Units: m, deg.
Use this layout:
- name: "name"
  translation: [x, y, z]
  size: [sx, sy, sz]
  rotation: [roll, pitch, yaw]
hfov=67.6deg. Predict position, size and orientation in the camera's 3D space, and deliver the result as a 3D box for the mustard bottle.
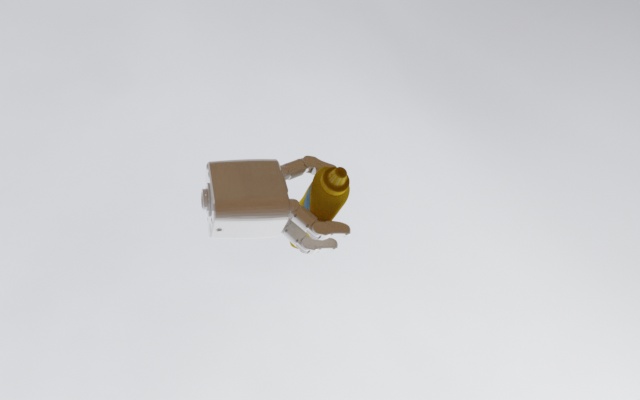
- name: "mustard bottle"
  translation: [0.000, 0.003, 0.734]
  size: [0.058, 0.096, 0.192]
  rotation: [20, -31, -8]
